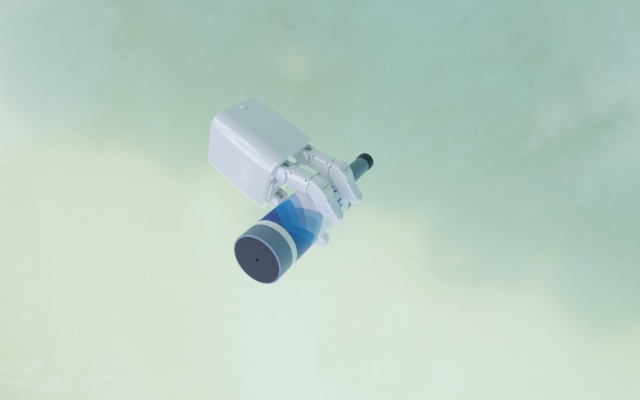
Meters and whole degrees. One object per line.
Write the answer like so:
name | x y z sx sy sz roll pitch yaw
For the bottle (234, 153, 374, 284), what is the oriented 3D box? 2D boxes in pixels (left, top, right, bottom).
bottle | 0.000 0.002 0.650 0.069 0.069 0.295 0 26 33
